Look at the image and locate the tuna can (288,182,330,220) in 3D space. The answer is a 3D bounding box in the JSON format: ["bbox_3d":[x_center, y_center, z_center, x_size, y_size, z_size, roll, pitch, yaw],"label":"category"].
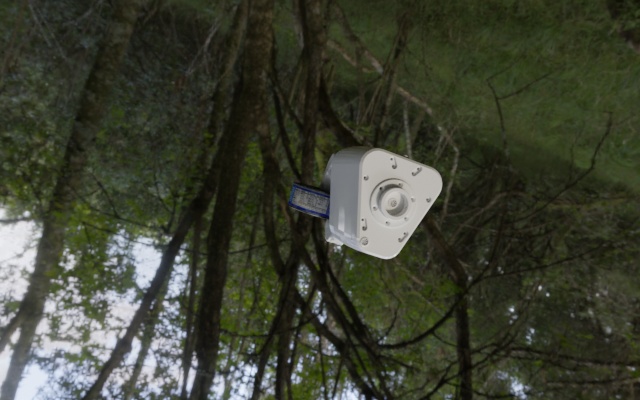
[{"bbox_3d":[0.000,0.003,0.653,0.086,0.034,0.086,16,4,-1],"label":"tuna can"}]
